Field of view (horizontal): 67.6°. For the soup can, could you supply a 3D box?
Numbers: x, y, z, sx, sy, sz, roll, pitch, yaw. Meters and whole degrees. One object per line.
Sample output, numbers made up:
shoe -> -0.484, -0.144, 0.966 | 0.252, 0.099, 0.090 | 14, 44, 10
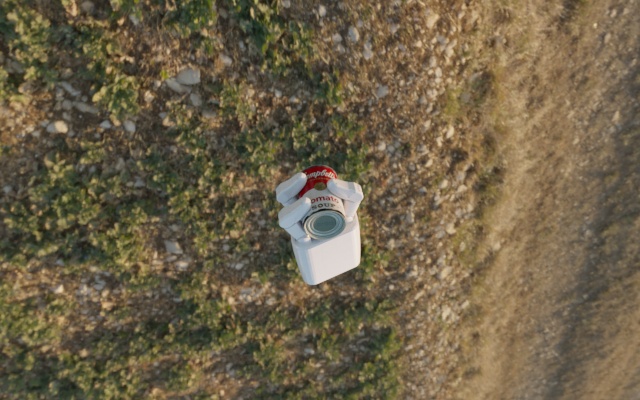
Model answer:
soup can -> 0.000, 0.002, 0.746 | 0.068, 0.069, 0.102 | 0, 44, -10
